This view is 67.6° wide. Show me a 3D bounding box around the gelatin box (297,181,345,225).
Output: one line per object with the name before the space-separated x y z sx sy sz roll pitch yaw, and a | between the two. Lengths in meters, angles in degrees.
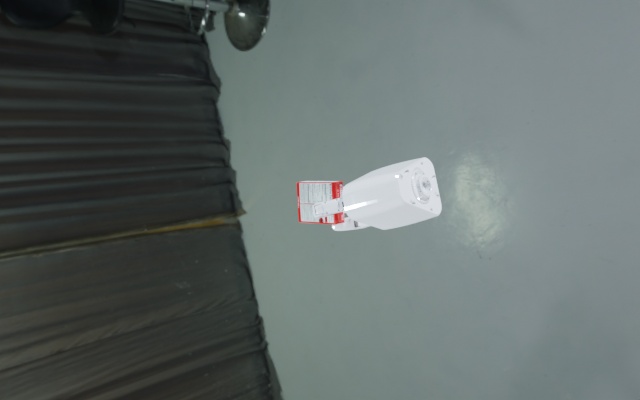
gelatin box | 0.000 0.003 0.833 0.089 0.073 0.030 1 7 41
